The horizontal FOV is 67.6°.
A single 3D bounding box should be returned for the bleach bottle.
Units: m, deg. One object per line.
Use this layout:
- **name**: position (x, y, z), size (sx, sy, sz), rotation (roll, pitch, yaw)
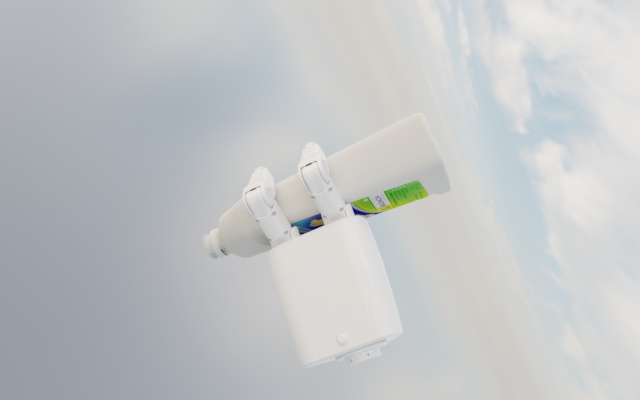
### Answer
- **bleach bottle**: position (0.000, 0.001, 0.482), size (0.251, 0.068, 0.102), rotation (-24, -20, 13)
